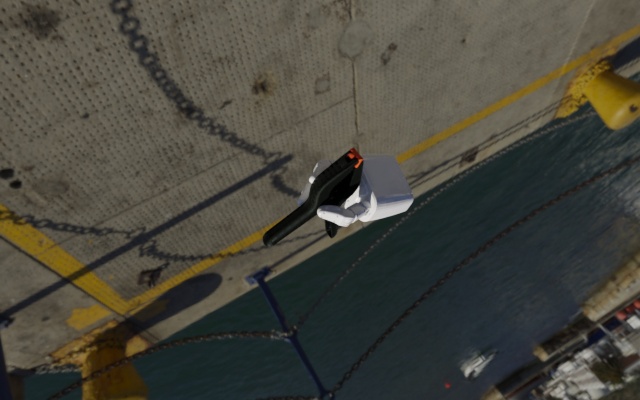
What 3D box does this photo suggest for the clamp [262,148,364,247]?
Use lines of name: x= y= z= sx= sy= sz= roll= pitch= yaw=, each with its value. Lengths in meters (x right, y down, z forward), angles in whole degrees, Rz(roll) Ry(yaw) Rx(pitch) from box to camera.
clamp: x=0.001 y=0.003 z=0.784 sx=0.164 sy=0.036 sz=0.210 roll=-10 pitch=-37 yaw=-40
